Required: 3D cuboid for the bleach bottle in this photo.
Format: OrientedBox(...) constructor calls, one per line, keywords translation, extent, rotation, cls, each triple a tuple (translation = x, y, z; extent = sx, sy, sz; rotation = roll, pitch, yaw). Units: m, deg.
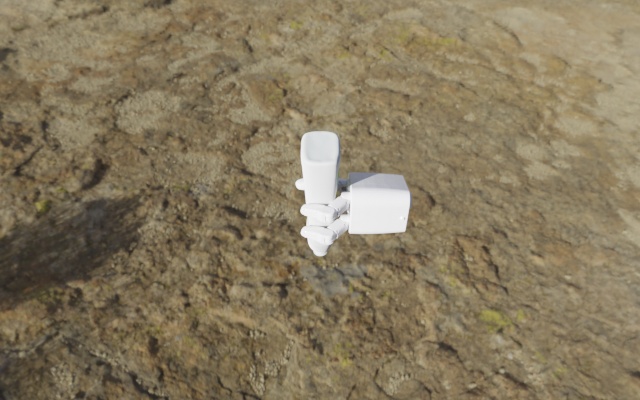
OrientedBox(translation=(0.000, 0.003, 0.889), extent=(0.068, 0.251, 0.102), rotation=(0, 42, 0), cls="bleach bottle")
